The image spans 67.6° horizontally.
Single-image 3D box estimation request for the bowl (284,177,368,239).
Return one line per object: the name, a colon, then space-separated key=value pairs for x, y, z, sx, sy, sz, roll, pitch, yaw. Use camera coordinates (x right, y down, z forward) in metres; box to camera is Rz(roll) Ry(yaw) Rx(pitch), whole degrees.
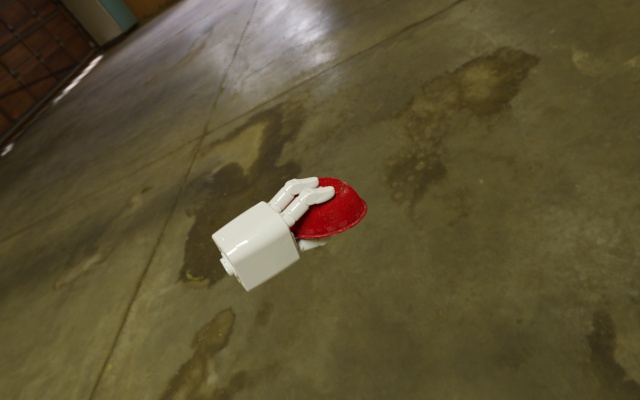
bowl: x=0.001 y=0.002 z=0.850 sx=0.162 sy=0.055 sz=0.162 roll=-10 pitch=26 yaw=5
